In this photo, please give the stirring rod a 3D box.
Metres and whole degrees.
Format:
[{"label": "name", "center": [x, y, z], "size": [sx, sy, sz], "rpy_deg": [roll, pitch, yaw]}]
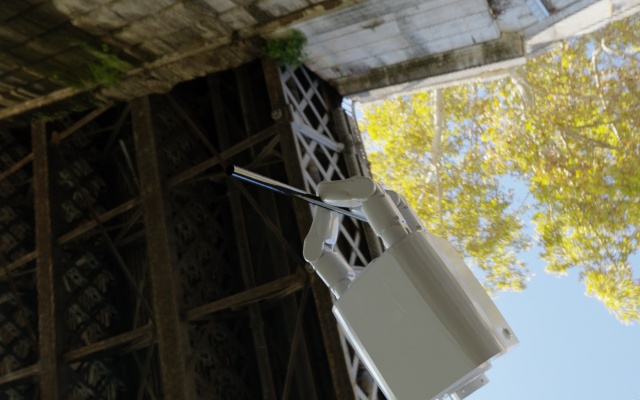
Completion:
[{"label": "stirring rod", "center": [0.000, 0.001, 0.421], "size": [0.011, 0.011, 0.239], "rpy_deg": [0, -10, 31]}]
